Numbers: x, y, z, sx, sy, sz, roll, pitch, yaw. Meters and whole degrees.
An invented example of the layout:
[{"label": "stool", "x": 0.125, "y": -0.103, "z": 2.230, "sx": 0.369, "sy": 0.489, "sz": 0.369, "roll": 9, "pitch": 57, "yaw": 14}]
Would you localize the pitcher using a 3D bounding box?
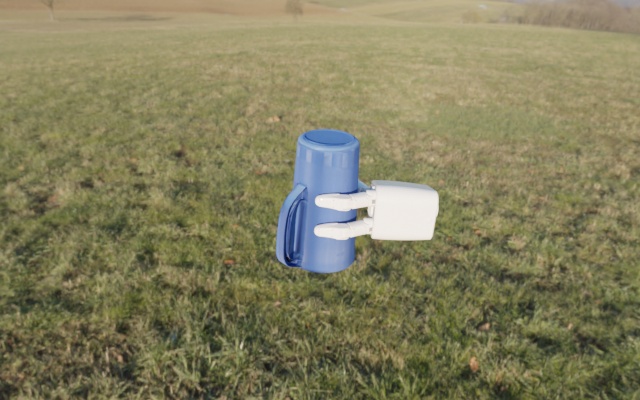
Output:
[{"label": "pitcher", "x": 0.000, "y": 0.003, "z": 0.863, "sx": 0.145, "sy": 0.243, "sz": 0.149, "roll": 4, "pitch": 25, "yaw": 0}]
